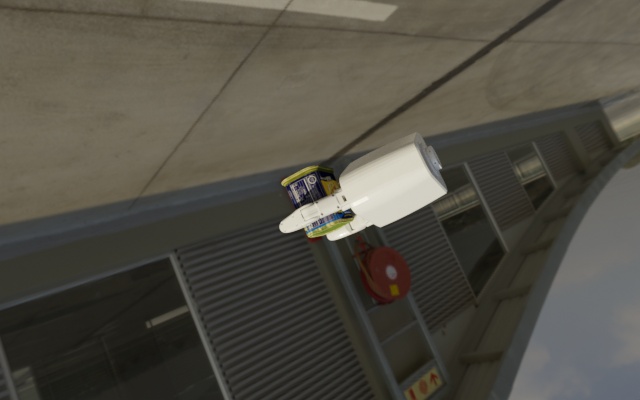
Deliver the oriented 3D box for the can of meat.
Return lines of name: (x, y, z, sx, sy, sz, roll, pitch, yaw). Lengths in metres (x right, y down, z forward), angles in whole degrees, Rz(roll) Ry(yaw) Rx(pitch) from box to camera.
can of meat: (0.000, 0.003, 0.665, 0.057, 0.084, 0.102, -27, -8, 17)
